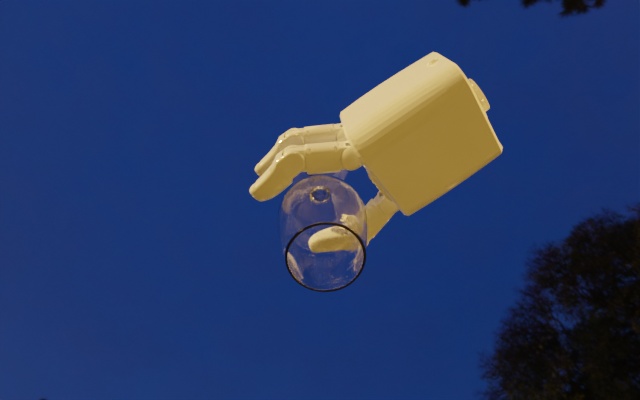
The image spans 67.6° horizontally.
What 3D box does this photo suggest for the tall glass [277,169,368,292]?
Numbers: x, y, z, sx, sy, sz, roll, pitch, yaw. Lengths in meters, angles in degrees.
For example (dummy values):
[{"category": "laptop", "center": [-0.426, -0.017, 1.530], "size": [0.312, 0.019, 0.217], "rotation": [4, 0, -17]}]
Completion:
[{"category": "tall glass", "center": [0.000, 0.001, 0.449], "size": [0.079, 0.079, 0.201], "rotation": [0, 26, -2]}]
